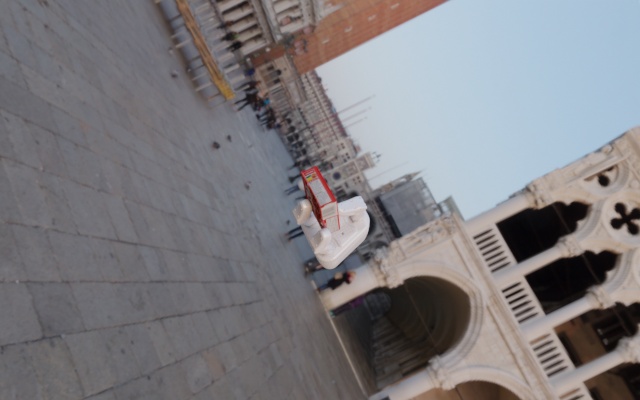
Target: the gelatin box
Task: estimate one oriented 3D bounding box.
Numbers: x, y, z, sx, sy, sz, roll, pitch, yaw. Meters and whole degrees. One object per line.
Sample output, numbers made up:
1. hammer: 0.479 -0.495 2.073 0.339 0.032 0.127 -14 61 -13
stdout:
1. gelatin box: 0.001 0.002 0.732 0.030 0.073 0.089 -23 -31 -9
